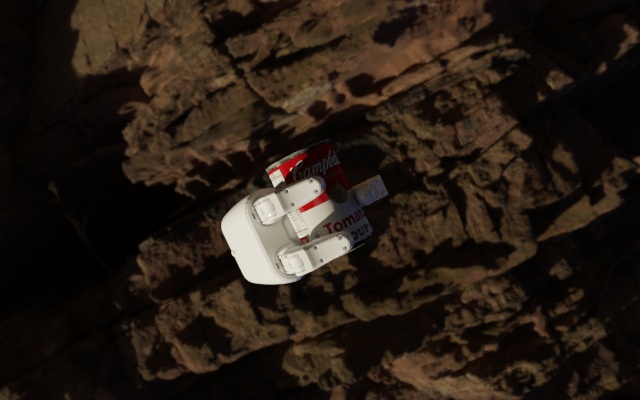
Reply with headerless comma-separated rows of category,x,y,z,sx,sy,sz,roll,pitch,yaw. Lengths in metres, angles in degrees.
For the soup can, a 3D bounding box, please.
soup can,0.001,0.002,0.458,0.068,0.102,0.068,-26,1,0
